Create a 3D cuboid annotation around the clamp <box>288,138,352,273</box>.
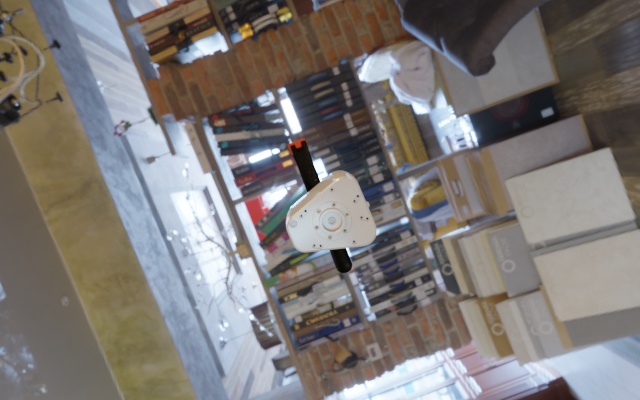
[{"bbox_3d":[-0.001,0.002,0.773,0.036,0.210,0.164,-22,5,1],"label":"clamp"}]
